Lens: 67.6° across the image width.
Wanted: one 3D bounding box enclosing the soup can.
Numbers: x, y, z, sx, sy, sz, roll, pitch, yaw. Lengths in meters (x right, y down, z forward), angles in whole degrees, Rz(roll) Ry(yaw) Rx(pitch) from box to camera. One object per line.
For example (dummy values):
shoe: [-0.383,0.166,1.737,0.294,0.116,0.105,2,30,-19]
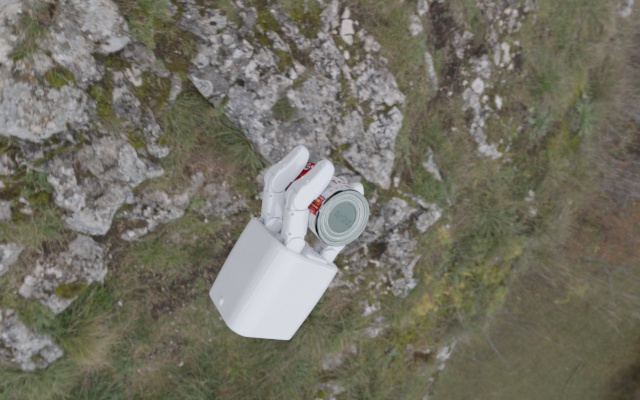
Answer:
soup can: [0.001,0.002,0.543,0.068,0.068,0.102,0,21,-31]
